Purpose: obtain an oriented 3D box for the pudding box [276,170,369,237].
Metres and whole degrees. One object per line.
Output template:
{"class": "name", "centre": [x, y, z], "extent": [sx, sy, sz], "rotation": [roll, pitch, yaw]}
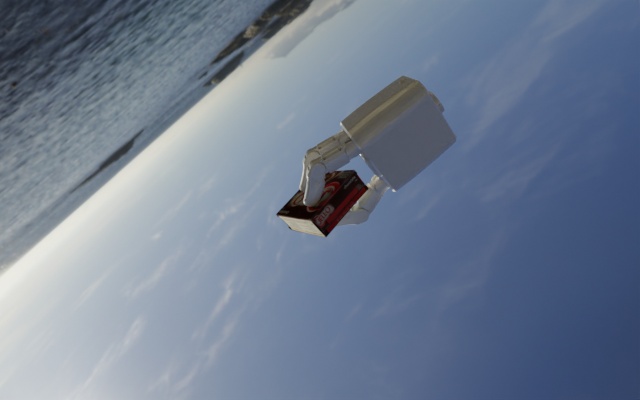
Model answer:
{"class": "pudding box", "centre": [0.000, 0.002, 0.647], "extent": [0.090, 0.039, 0.113], "rotation": [-47, 19, -19]}
